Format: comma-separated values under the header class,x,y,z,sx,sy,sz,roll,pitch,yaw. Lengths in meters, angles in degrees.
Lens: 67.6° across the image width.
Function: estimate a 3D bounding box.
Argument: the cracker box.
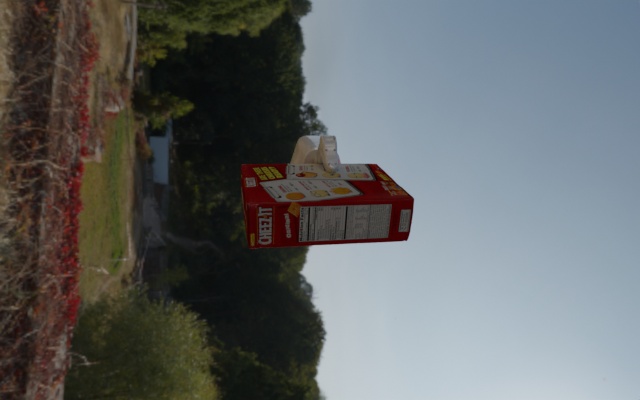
class,x,y,z,sx,sy,sz,roll,pitch,yaw
cracker box,0.000,0.002,0.669,0.214,0.072,0.164,-2,21,-11
